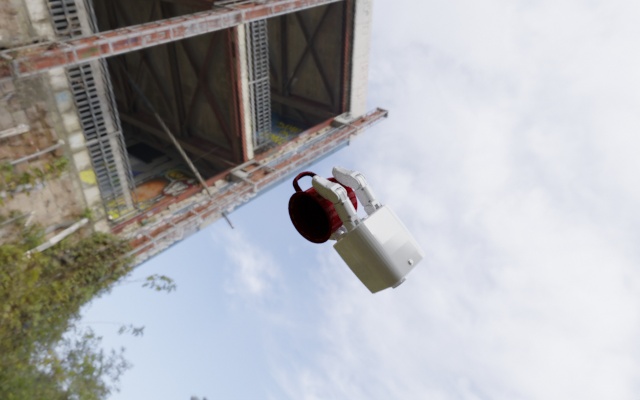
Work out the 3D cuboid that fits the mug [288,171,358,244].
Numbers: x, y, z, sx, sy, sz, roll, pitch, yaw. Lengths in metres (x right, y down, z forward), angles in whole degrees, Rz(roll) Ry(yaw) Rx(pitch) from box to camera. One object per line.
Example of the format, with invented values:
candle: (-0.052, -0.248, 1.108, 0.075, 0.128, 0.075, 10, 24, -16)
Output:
mug: (-0.001, 0.001, 0.787, 0.081, 0.117, 0.093, -32, -7, -41)
